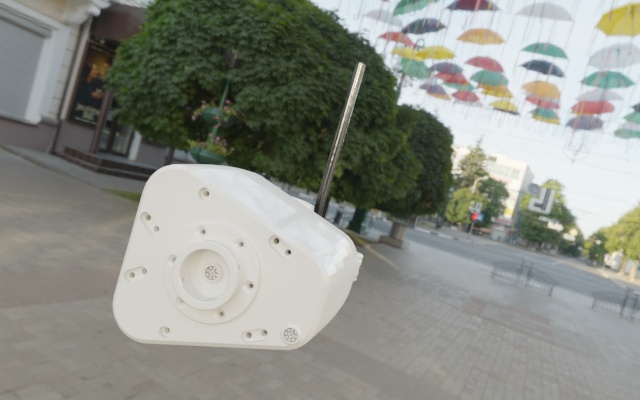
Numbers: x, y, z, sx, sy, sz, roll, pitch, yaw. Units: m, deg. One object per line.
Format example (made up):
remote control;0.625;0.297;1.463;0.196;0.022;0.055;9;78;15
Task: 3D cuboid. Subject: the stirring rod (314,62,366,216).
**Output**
stirring rod;0.000;0.001;0.404;0.011;0.239;0.011;16;2;-1
